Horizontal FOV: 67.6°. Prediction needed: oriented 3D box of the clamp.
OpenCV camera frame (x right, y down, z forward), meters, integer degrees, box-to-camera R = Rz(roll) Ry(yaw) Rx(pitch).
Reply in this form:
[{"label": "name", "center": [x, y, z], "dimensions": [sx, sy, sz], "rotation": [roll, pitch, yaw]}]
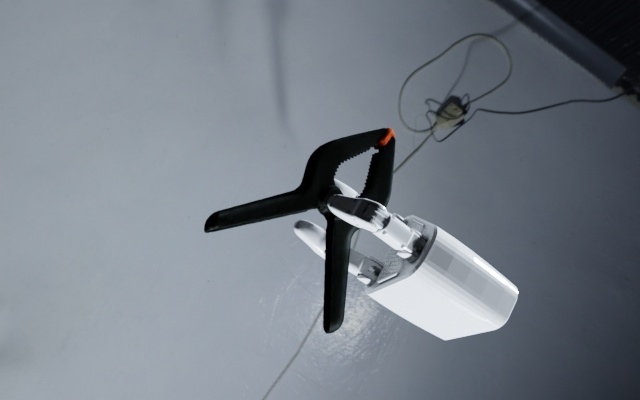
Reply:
[{"label": "clamp", "center": [0.001, 0.001, 0.476], "dimensions": [0.164, 0.210, 0.036], "rotation": [35, -15, -11]}]
